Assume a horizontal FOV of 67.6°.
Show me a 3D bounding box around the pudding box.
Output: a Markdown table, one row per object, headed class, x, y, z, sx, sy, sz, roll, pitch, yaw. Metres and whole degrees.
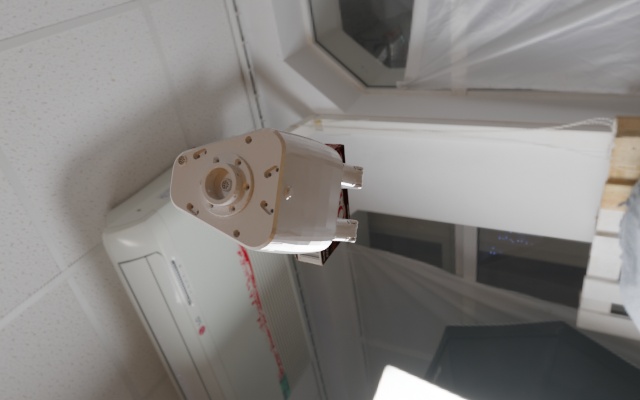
| class | x | y | z | sx | sy | sz | roll | pitch | yaw |
| --- | --- | --- | --- | --- | --- | --- | --- | --- | --- |
| pudding box | 0.000 | 0.002 | 0.537 | 0.039 | 0.113 | 0.090 | 8 | 27 | 24 |
